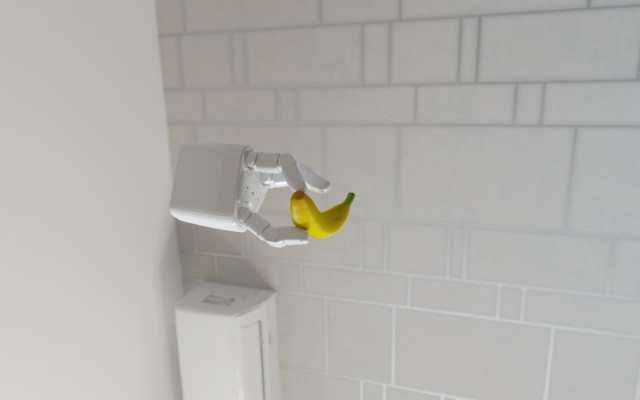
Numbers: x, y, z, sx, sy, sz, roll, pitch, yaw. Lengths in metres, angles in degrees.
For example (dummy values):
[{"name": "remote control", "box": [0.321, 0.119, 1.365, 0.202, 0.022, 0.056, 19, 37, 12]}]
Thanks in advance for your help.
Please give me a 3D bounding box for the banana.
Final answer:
[{"name": "banana", "box": [-0.001, 0.021, 0.661, 0.037, 0.069, 0.198, 10, 5, 21]}]
